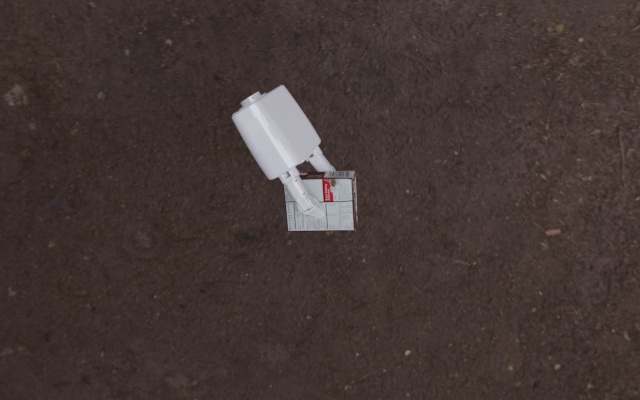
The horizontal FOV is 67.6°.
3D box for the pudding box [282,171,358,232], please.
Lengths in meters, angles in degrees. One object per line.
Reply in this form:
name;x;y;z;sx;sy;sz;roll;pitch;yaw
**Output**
pudding box;0.000;0.002;0.748;0.113;0.090;0.039;-1;20;10
